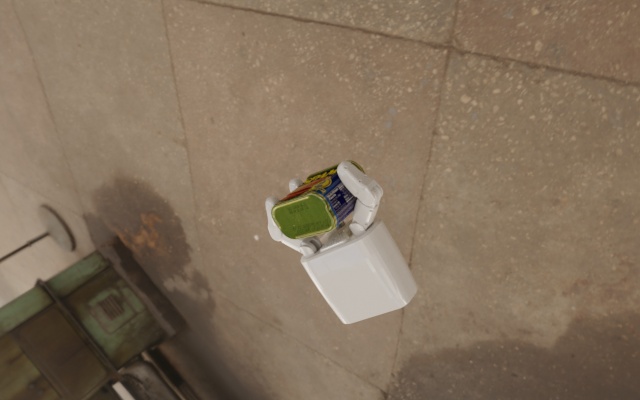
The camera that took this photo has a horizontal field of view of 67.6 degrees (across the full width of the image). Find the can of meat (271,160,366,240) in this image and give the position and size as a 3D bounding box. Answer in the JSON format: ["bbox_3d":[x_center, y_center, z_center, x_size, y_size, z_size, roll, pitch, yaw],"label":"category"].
[{"bbox_3d":[0.000,0.002,0.590,0.102,0.057,0.084,-18,17,45],"label":"can of meat"}]
